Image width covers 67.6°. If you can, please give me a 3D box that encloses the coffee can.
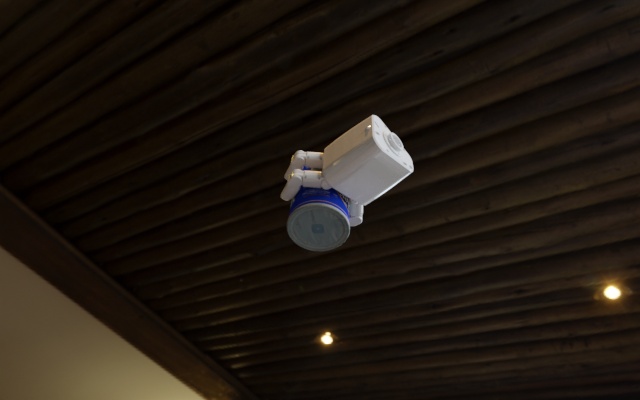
[{"bbox_3d":[0.000,0.003,0.825,0.103,0.103,0.140,0,40,4],"label":"coffee can"}]
